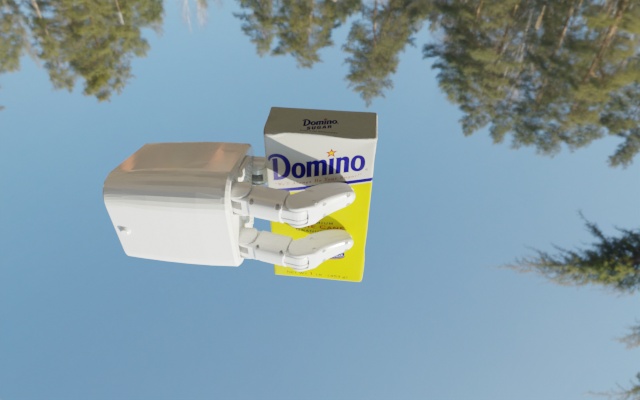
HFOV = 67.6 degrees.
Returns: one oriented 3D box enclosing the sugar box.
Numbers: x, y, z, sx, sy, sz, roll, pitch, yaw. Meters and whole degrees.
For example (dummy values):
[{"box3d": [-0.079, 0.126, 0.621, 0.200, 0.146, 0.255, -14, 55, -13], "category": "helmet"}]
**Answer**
[{"box3d": [0.000, 0.002, 0.443, 0.093, 0.176, 0.048, 4, 44, 4], "category": "sugar box"}]
